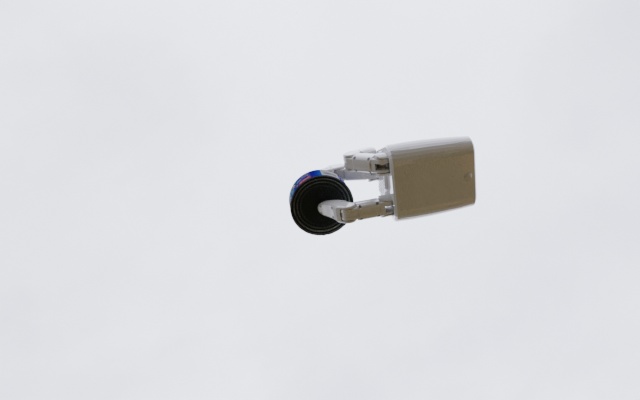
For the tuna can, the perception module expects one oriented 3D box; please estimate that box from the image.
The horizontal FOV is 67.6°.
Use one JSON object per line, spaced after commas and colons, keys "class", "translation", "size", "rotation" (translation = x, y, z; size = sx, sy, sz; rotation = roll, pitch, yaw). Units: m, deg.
{"class": "tuna can", "translation": [0.000, 0.002, 0.648], "size": [0.086, 0.086, 0.033], "rotation": [0, 21, -9]}
